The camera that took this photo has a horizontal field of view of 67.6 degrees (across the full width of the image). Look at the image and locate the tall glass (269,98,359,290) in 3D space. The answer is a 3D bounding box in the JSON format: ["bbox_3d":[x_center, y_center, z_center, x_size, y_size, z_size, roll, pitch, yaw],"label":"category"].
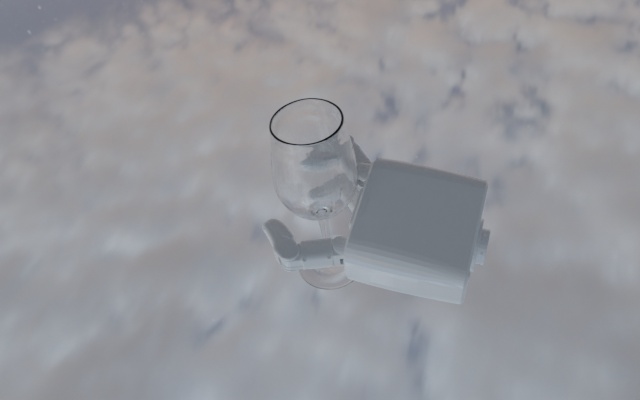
[{"bbox_3d":[0.000,0.002,0.461,0.079,0.079,0.201,0,-42,10],"label":"tall glass"}]
